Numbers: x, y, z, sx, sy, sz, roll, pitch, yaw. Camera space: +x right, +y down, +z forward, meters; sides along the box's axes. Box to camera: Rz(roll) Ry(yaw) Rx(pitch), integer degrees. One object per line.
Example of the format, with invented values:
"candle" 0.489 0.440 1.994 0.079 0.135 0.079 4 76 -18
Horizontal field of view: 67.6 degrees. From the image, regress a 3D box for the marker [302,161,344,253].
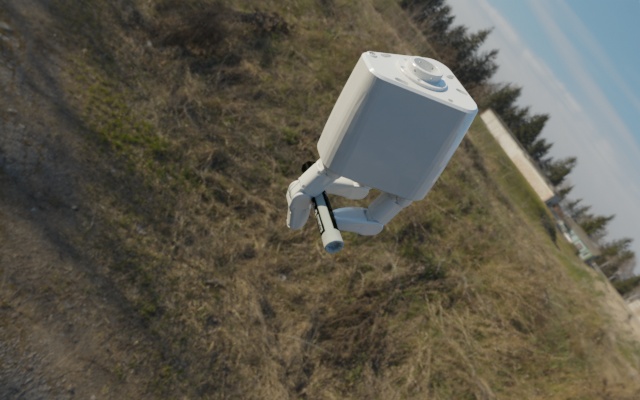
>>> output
"marker" 0.000 0.002 0.490 0.020 0.121 0.020 -9 -43 -9
